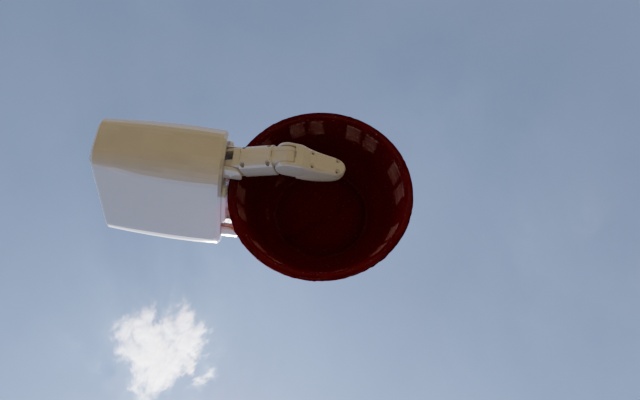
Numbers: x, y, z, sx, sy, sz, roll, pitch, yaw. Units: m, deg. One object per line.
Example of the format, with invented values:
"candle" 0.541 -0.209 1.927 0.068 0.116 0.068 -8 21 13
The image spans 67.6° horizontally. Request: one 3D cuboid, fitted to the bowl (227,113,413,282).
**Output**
"bowl" 0.001 0.002 0.436 0.162 0.162 0.055 0 -25 1
